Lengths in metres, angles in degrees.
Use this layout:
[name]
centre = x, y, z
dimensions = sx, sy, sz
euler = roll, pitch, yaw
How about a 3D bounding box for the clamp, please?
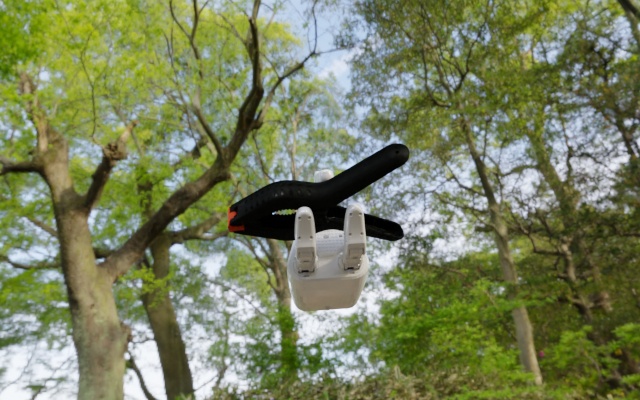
[clamp]
centre = -0.001, 0.001, 0.530
dimensions = 0.210, 0.036, 0.165
euler = -4, -37, -4
